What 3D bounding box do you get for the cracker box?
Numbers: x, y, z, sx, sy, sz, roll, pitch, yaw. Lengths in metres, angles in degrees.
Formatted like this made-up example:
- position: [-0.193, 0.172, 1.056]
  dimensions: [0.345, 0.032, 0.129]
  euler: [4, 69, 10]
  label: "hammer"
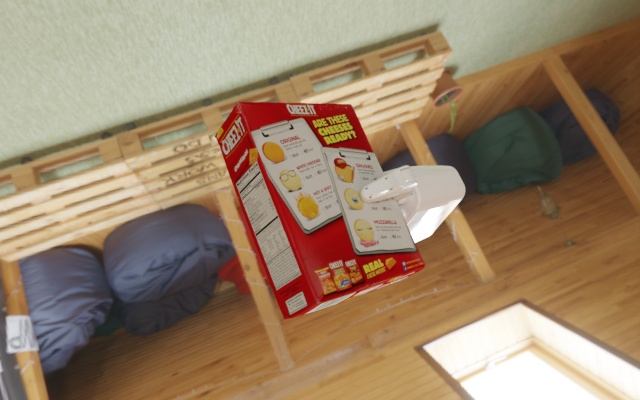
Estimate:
- position: [0.000, 0.002, 0.515]
  dimensions: [0.164, 0.213, 0.072]
  euler: [-9, -21, -42]
  label: "cracker box"
